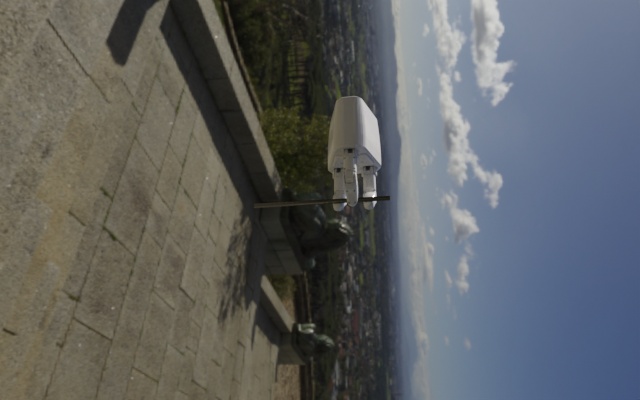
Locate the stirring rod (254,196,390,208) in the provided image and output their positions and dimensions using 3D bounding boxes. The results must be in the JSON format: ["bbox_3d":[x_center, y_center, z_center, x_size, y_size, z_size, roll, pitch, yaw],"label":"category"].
[{"bbox_3d":[0.000,0.003,0.835,0.239,0.011,0.011,-3,-1,9],"label":"stirring rod"}]
